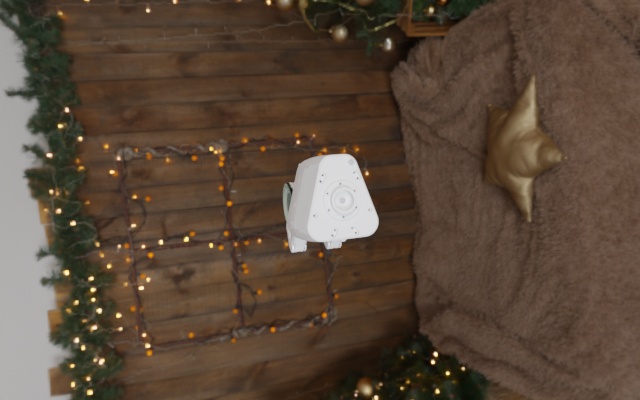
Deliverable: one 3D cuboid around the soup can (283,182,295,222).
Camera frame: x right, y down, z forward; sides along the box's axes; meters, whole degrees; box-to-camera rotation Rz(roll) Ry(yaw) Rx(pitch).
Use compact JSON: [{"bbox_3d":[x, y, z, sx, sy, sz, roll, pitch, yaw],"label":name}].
[{"bbox_3d":[0.000,0.002,0.718,0.102,0.068,0.068,-6,1,-16],"label":"soup can"}]
